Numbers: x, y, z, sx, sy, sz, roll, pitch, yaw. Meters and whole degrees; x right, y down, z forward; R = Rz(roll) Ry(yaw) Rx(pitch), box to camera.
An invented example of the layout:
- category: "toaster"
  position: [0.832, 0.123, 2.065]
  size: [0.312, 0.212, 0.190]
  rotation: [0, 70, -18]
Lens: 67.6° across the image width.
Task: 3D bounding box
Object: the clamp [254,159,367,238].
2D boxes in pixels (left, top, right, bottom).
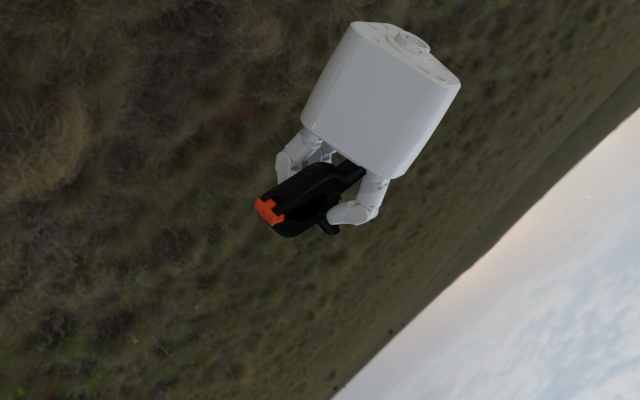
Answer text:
- category: "clamp"
  position: [0.000, 0.002, 0.538]
  size: [0.036, 0.165, 0.210]
  rotation: [43, 36, 20]
